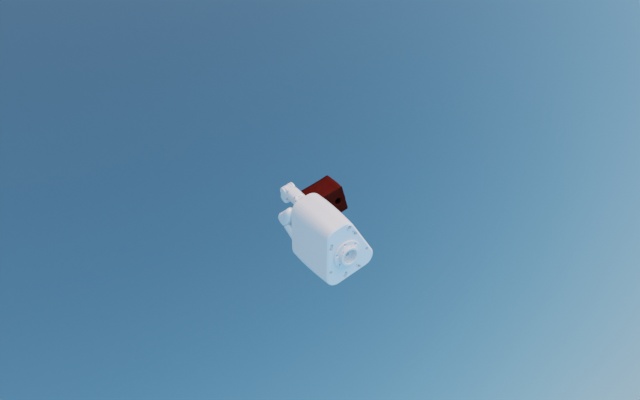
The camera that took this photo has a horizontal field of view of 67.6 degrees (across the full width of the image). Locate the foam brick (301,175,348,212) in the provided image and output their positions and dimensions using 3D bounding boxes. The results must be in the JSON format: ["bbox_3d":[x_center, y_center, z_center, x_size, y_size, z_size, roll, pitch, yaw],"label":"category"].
[{"bbox_3d":[0.000,0.002,0.842,0.078,0.053,0.051,-32,39,-18],"label":"foam brick"}]
